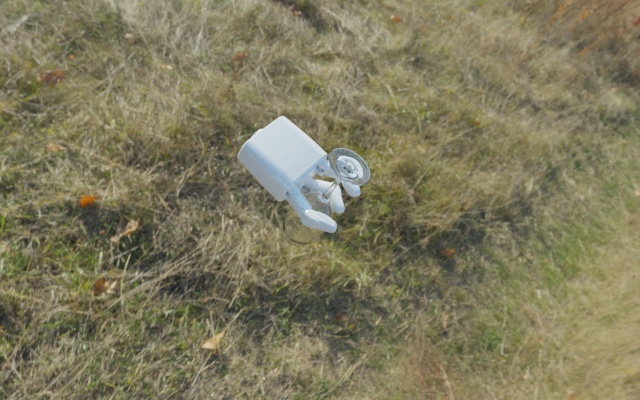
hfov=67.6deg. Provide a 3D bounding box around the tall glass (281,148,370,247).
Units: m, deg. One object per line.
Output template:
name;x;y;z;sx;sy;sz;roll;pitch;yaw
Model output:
tall glass;0.001;0.002;0.815;0.079;0.079;0.201;0;-35;-34
